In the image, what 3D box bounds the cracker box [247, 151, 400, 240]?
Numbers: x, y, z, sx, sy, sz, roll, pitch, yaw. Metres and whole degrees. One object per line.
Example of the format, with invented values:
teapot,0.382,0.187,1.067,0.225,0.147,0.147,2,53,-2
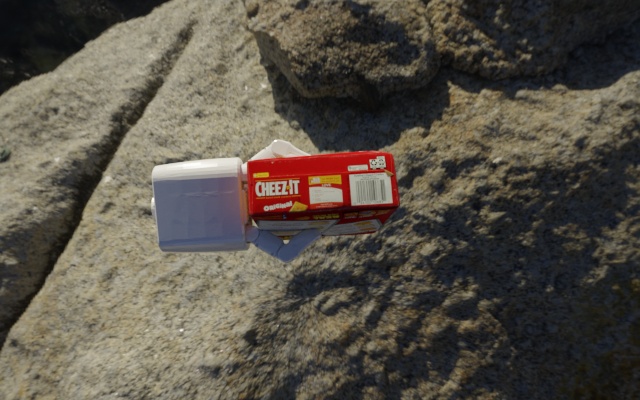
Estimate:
cracker box,0.000,0.002,0.615,0.164,0.072,0.214,-4,-11,-2
